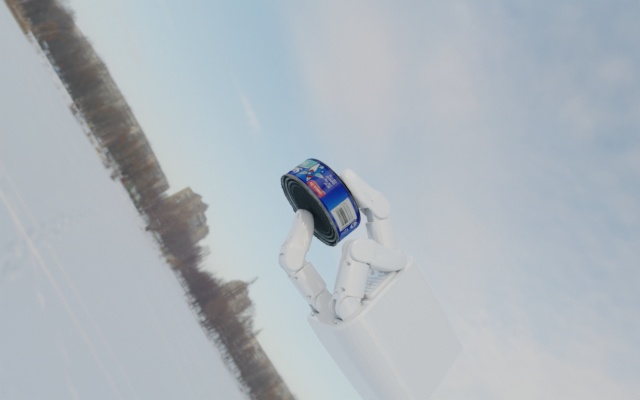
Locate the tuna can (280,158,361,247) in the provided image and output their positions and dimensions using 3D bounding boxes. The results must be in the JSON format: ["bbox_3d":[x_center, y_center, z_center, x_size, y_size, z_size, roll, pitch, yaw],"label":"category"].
[{"bbox_3d":[0.000,0.001,0.469,0.033,0.086,0.086,-37,13,-18],"label":"tuna can"}]
